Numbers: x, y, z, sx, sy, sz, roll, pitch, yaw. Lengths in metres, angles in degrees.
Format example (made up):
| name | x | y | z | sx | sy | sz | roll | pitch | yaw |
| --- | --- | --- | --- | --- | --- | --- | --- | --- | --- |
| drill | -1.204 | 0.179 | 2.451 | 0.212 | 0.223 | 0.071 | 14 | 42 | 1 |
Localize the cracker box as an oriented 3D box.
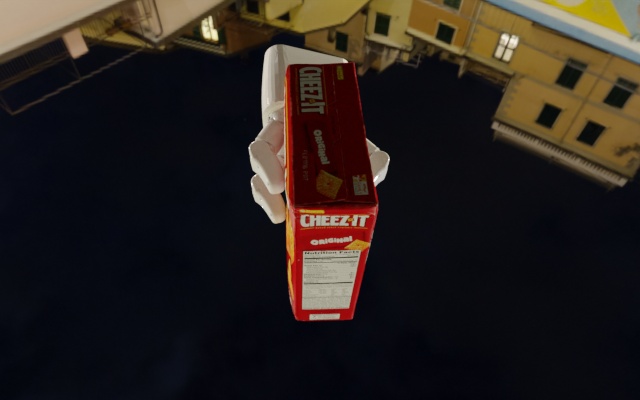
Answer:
| name | x | y | z | sx | sy | sz | roll | pitch | yaw |
| --- | --- | --- | --- | --- | --- | --- | --- | --- | --- |
| cracker box | 0.000 | 0.002 | 0.471 | 0.072 | 0.164 | 0.214 | -2 | -36 | -4 |
